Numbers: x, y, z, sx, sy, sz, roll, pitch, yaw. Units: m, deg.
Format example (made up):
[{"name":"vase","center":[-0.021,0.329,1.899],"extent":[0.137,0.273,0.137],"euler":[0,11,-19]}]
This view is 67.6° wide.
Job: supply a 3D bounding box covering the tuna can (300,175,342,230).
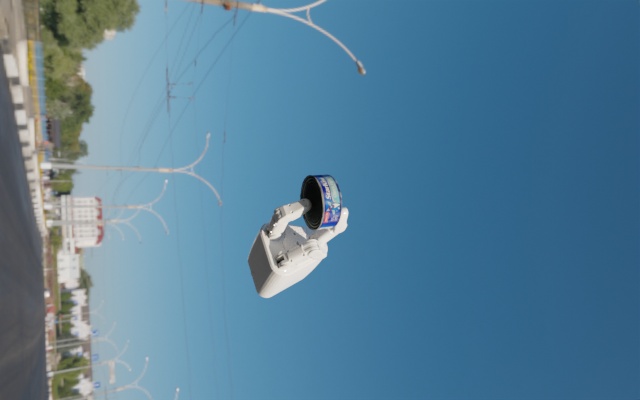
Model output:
[{"name":"tuna can","center":[0.001,0.002,0.741],"extent":[0.034,0.086,0.086],"euler":[-5,2,-25]}]
